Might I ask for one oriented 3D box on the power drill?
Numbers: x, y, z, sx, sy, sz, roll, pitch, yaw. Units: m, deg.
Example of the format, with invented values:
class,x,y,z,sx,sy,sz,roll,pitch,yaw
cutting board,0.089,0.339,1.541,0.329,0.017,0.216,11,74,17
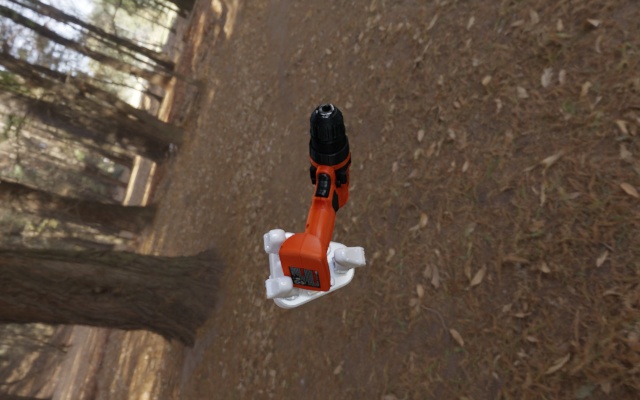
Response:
class,x,y,z,sx,sy,sz,roll,pitch,yaw
power drill,0.000,0.002,0.585,0.057,0.187,0.185,8,-34,12
